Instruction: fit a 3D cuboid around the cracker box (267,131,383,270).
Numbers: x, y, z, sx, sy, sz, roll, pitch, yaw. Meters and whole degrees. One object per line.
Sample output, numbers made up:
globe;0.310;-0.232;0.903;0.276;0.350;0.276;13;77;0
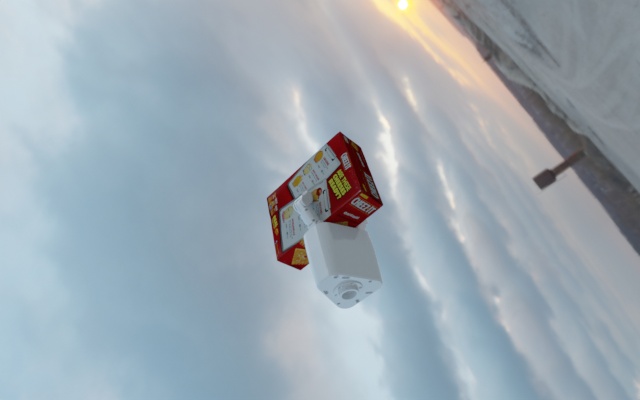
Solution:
cracker box;0.000;0.003;0.890;0.214;0.164;0.072;-40;-48;24
